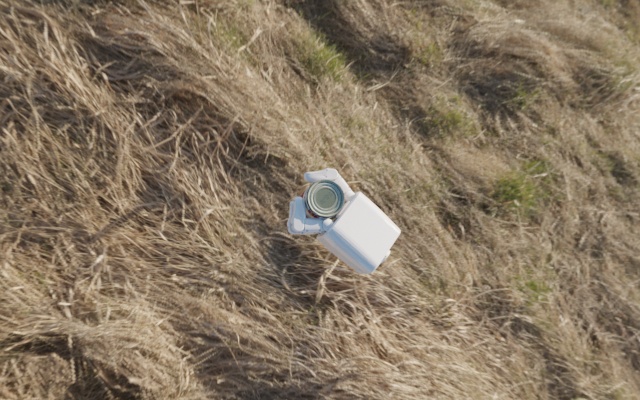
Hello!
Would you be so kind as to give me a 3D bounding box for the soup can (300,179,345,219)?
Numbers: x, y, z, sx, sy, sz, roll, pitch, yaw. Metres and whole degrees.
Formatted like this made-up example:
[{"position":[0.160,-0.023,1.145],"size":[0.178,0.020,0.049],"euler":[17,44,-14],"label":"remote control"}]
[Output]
[{"position":[0.000,0.002,0.851],"size":[0.068,0.068,0.102],"euler":[0,-7,-10],"label":"soup can"}]
